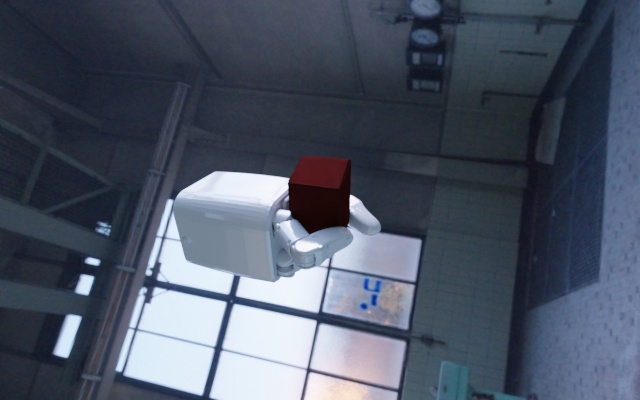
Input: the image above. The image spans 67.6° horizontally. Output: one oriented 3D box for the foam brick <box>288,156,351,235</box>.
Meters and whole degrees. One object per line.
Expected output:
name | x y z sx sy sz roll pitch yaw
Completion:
foam brick | 0.000 0.001 0.479 0.051 0.078 0.053 9 38 13
